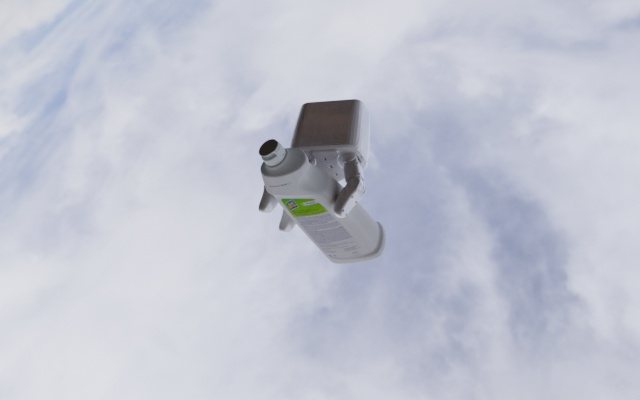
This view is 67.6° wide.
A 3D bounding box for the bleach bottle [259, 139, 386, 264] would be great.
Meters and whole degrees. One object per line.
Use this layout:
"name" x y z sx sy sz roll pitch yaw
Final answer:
"bleach bottle" 0.000 0.002 0.683 0.102 0.068 0.251 -13 -41 26
